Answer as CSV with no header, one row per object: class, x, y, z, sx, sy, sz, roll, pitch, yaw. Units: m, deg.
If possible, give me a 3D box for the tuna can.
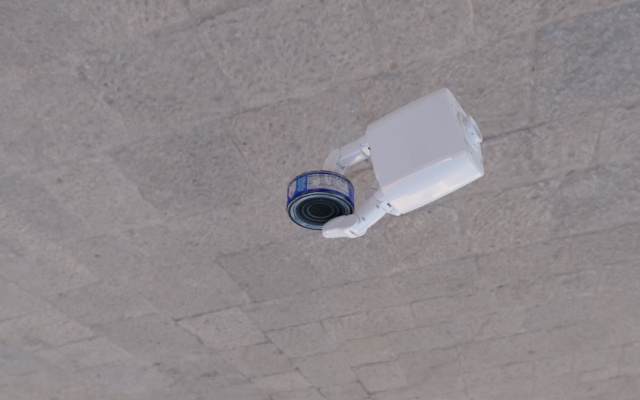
tuna can,0.000,0.002,0.596,0.086,0.033,0.086,1,-36,1
